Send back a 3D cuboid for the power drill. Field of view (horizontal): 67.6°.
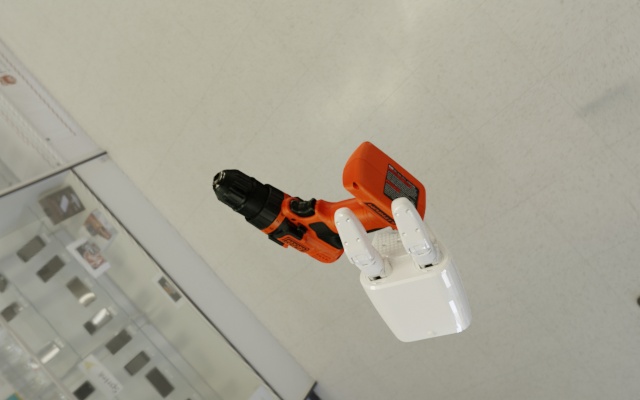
[{"bbox_3d":[0.001,0.002,0.506,0.184,0.057,0.188,32,-33,-31],"label":"power drill"}]
